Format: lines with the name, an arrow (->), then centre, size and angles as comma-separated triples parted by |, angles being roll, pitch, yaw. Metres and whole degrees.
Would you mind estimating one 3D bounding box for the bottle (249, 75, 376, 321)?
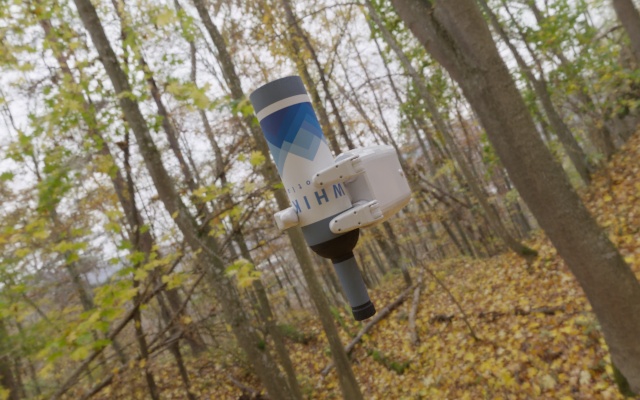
bottle -> 0.000, 0.002, 0.570 | 0.069, 0.295, 0.069 | -22, 0, 0
